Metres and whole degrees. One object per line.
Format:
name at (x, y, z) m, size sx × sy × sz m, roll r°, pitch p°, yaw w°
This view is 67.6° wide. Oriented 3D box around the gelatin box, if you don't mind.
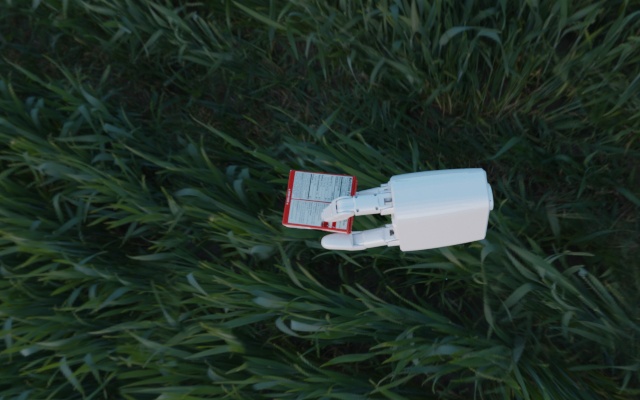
gelatin box at (0.000, 0.002, 0.621) m, size 0.089 × 0.073 × 0.030 m, roll 6°, pitch -9°, yaw 9°
